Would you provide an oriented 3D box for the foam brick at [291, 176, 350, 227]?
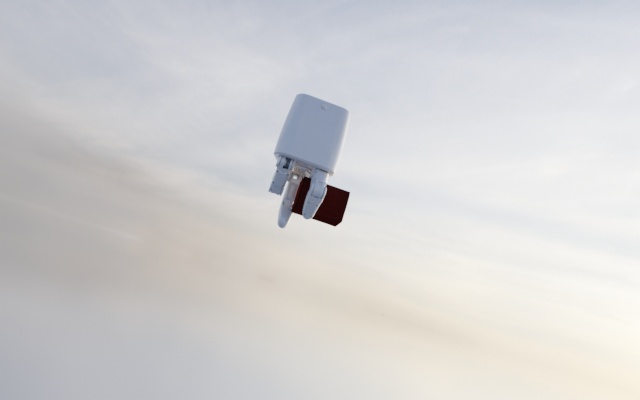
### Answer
[{"bbox_3d":[0.000,0.003,0.750,0.078,0.051,0.053,19,-14,-8],"label":"foam brick"}]
